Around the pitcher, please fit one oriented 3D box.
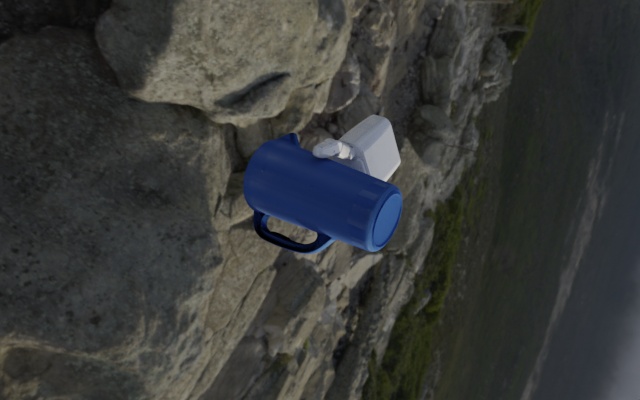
[{"bbox_3d":[0.000,0.002,0.777,0.243,0.149,0.145,22,45,30],"label":"pitcher"}]
